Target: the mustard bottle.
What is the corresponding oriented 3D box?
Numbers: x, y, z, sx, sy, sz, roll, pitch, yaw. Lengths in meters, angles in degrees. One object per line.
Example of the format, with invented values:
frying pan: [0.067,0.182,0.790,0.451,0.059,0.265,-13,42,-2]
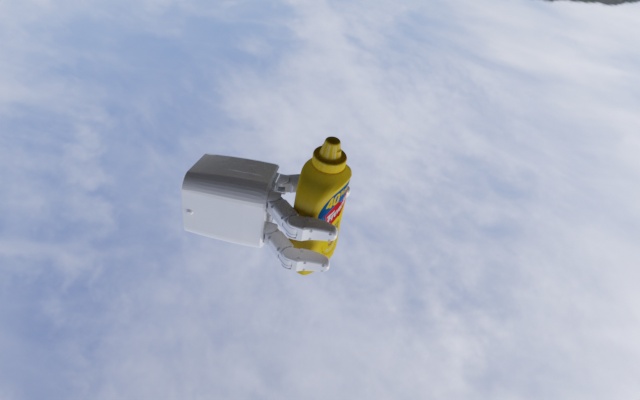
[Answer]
mustard bottle: [0.000,0.002,0.608,0.058,0.192,0.096,28,43,19]
